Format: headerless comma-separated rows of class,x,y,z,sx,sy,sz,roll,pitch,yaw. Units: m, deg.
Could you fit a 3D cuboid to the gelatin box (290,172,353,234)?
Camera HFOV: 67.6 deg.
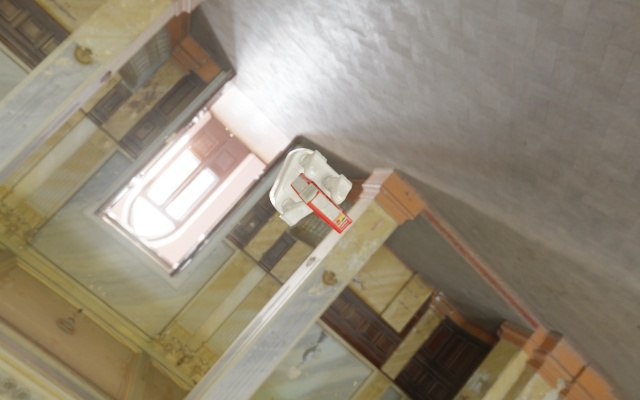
gelatin box,0.000,0.003,0.689,0.073,0.030,0.089,43,2,-27
